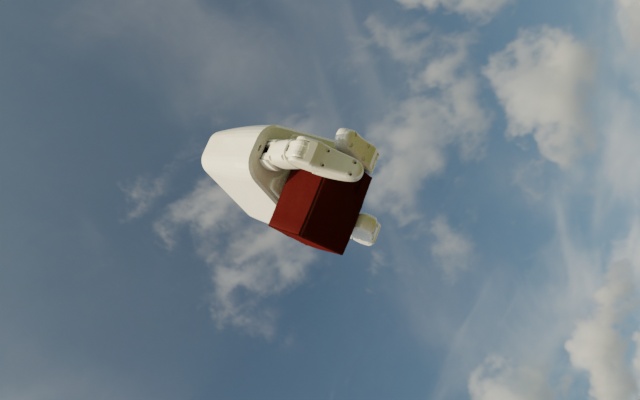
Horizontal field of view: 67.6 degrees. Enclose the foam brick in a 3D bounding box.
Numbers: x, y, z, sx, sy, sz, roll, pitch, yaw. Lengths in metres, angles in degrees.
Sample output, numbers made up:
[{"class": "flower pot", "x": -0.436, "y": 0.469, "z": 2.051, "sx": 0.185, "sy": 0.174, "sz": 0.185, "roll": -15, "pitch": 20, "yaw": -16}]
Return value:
[{"class": "foam brick", "x": 0.000, "y": 0.002, "z": 0.421, "sx": 0.053, "sy": 0.078, "sz": 0.051, "roll": 31, "pitch": -14, "yaw": -37}]
